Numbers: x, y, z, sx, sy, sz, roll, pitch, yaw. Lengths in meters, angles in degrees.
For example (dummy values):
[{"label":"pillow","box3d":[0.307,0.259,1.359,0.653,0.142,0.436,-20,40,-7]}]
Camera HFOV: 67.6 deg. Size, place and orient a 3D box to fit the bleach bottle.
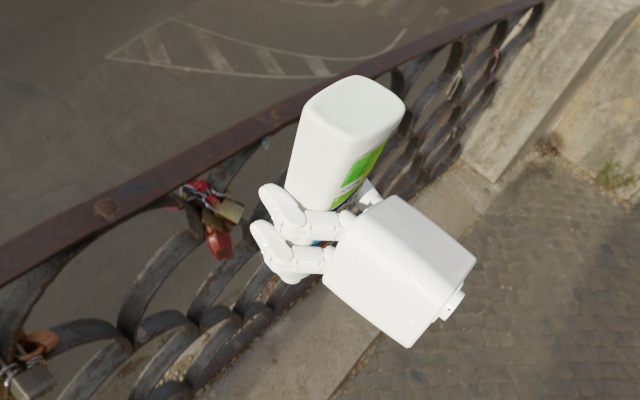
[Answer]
[{"label":"bleach bottle","box3d":[0.000,0.002,0.496,0.068,0.251,0.102,37,47,16]}]
